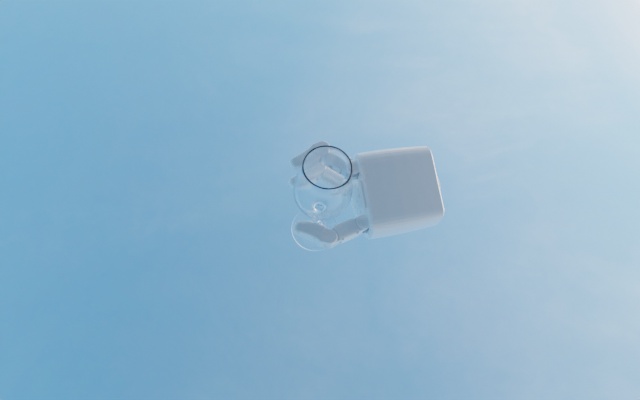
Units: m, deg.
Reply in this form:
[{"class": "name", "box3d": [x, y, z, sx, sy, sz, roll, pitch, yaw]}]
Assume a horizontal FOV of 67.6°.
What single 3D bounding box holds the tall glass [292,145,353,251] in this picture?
[{"class": "tall glass", "box3d": [0.000, 0.003, 0.664, 0.079, 0.079, 0.201, 0, -25, -5]}]
